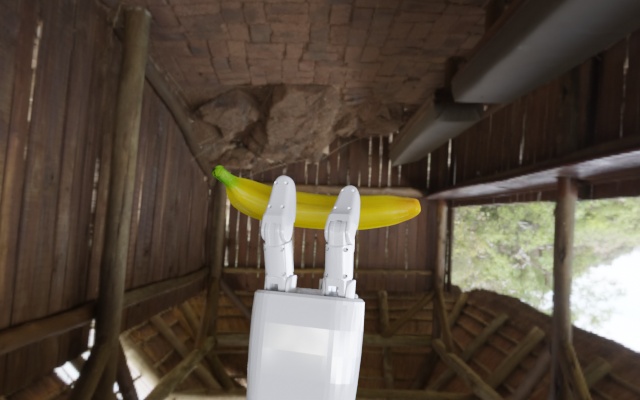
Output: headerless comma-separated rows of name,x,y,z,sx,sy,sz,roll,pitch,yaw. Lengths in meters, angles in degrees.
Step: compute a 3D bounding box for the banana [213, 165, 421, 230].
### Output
banana,-0.005,0.006,0.470,0.198,0.037,0.070,8,-16,-5
